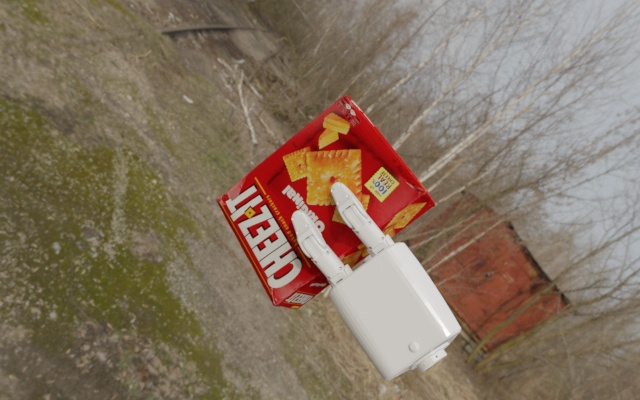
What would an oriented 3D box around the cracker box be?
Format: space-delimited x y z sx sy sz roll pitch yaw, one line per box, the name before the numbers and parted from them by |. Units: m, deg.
cracker box | 0.000 0.002 0.575 0.214 0.164 0.072 -38 -25 9
